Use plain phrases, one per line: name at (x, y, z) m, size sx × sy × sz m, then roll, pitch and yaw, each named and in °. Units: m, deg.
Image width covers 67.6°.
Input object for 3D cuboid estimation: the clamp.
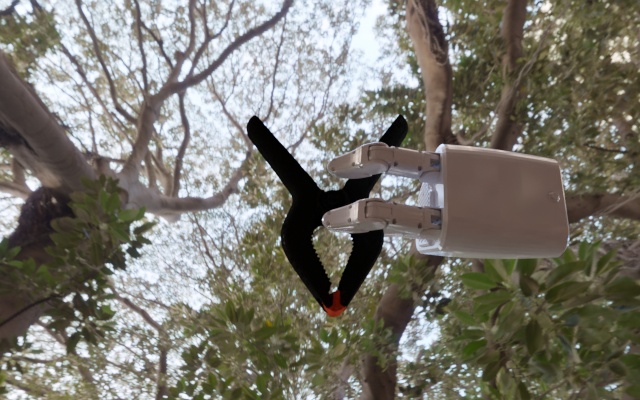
clamp at (0.000, 0.002, 0.455) m, size 0.164 × 0.210 × 0.036 m, roll 5°, pitch -24°, yaw 1°
